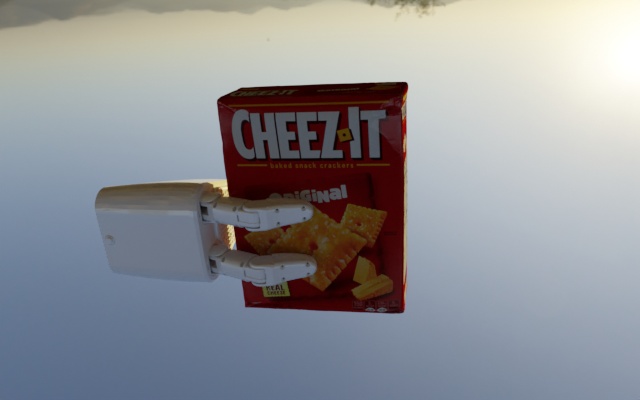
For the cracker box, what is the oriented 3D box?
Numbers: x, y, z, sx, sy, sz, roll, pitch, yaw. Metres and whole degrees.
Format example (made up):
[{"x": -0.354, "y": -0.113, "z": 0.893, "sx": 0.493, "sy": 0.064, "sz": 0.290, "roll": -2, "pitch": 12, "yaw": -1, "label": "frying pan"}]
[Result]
[{"x": 0.000, "y": 0.002, "z": 0.458, "sx": 0.164, "sy": 0.214, "sz": 0.072, "roll": 1, "pitch": 22, "yaw": 11, "label": "cracker box"}]
